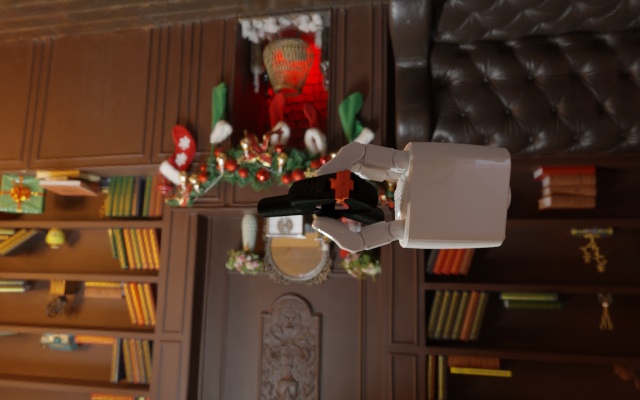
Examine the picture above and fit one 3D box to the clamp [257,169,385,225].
[{"bbox_3d":[0.000,0.002,0.535,0.164,0.036,0.210,3,-9,1],"label":"clamp"}]
